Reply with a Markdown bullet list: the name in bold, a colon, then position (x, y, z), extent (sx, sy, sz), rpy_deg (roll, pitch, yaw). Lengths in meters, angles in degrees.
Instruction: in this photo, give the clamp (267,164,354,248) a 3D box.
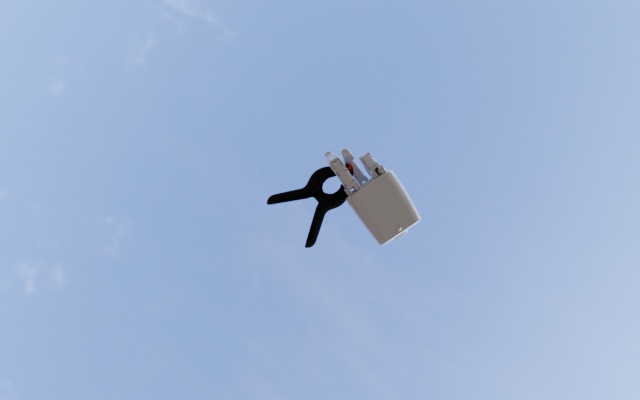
- **clamp**: position (0.000, 0.003, 0.885), extent (0.171, 0.120, 0.039), rpy_deg (-33, 2, 1)
